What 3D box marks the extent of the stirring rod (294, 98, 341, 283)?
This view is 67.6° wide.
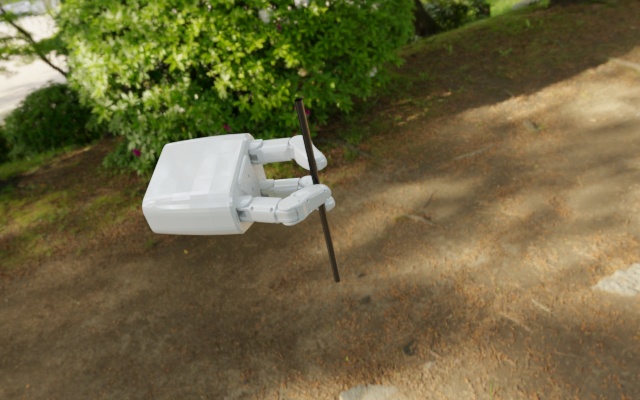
[{"bbox_3d":[0.000,0.002,0.518,0.011,0.240,0.011,-8,35,6],"label":"stirring rod"}]
